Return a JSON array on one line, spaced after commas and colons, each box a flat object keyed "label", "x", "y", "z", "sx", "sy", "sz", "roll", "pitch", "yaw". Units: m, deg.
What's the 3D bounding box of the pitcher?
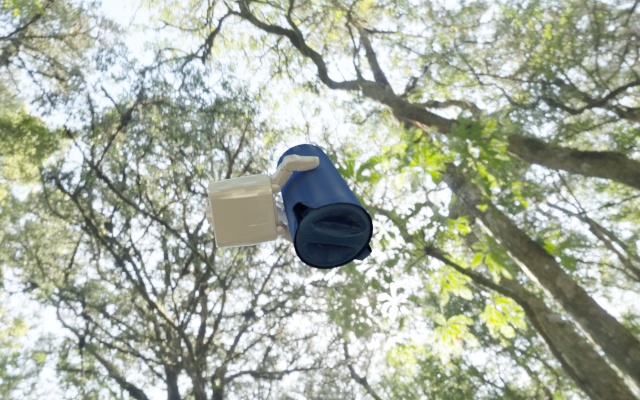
[{"label": "pitcher", "x": 0.000, "y": 0.003, "z": 0.853, "sx": 0.145, "sy": 0.149, "sz": 0.242, "roll": -9, "pitch": 35, "yaw": -11}]
